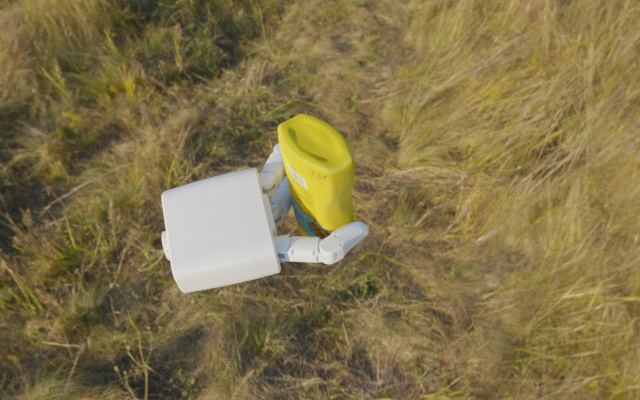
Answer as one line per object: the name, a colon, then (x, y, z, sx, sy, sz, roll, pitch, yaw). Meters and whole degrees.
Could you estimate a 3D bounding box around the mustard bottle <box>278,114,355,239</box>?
mustard bottle: (0.000, 0.001, 0.543, 0.058, 0.192, 0.096, -32, 54, -21)
